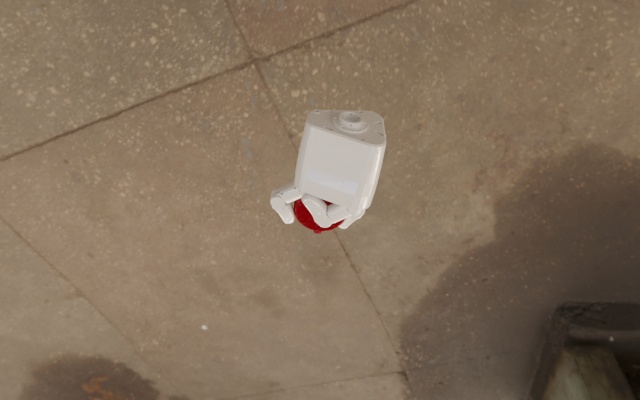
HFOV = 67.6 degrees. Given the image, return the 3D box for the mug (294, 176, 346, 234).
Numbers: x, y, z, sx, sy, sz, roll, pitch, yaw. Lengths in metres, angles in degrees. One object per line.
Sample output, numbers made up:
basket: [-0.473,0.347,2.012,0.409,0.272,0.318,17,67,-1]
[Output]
mug: [0.000,0.004,0.749,0.093,0.117,0.081,8,39,-3]
